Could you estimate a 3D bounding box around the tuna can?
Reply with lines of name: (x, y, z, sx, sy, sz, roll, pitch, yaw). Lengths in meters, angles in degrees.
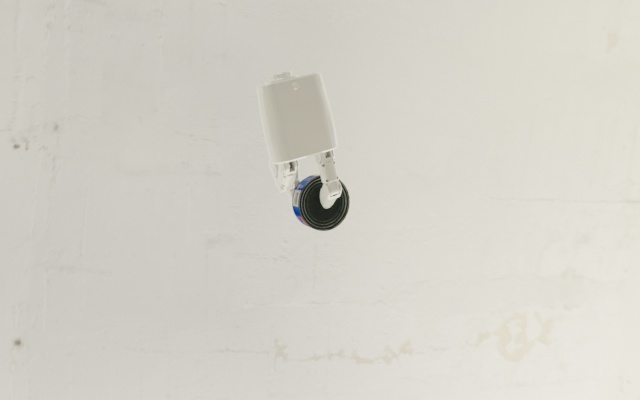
tuna can: (0.000, 0.002, 0.737, 0.086, 0.086, 0.033, 0, 6, -25)
